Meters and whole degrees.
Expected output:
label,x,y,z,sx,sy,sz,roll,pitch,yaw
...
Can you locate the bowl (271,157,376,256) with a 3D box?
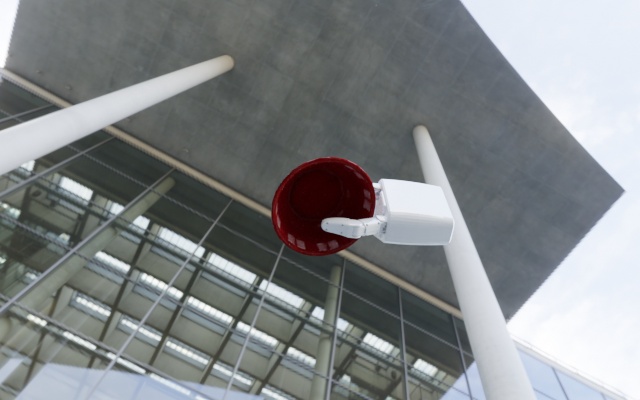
label,x,y,z,sx,sy,sz,roll,pitch,yaw
bowl,-0.001,0.002,0.729,0.162,0.162,0.055,0,24,-17
